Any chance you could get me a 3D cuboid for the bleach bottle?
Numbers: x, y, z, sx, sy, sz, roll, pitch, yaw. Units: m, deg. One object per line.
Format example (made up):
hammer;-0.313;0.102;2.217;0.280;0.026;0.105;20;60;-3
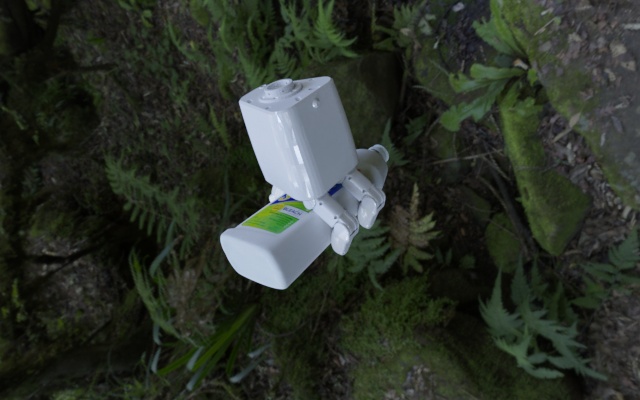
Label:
bleach bottle;0.000;0.002;0.602;0.102;0.068;0.250;12;42;41
